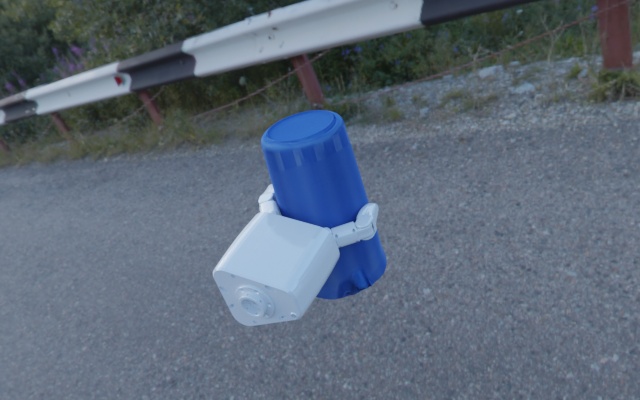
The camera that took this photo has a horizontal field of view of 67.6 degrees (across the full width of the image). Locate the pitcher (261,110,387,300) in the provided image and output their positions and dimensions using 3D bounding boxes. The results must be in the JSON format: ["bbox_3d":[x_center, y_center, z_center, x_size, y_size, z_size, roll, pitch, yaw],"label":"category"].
[{"bbox_3d":[0.000,0.002,0.663,0.149,0.243,0.145,1,35,27],"label":"pitcher"}]
